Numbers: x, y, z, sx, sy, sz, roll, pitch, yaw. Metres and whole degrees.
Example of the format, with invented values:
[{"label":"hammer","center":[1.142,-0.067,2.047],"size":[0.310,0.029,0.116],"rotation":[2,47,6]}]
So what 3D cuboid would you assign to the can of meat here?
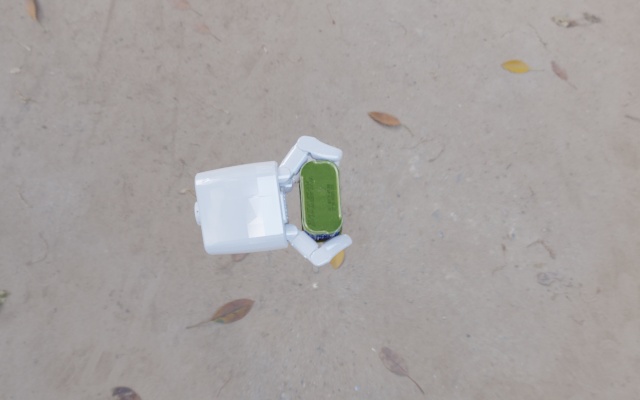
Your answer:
[{"label":"can of meat","center":[0.000,0.002,0.638],"size":[0.057,0.102,0.084],"rotation":[-4,-10,-1]}]
